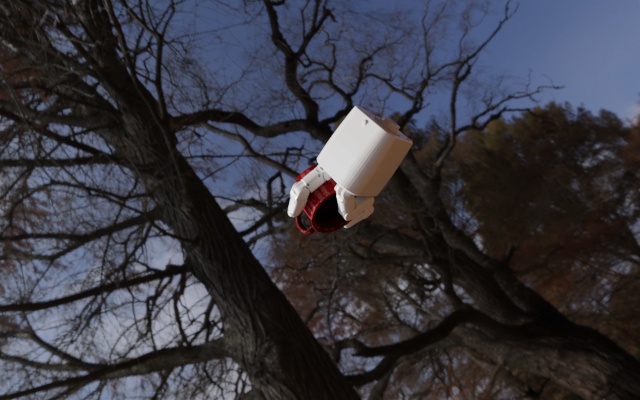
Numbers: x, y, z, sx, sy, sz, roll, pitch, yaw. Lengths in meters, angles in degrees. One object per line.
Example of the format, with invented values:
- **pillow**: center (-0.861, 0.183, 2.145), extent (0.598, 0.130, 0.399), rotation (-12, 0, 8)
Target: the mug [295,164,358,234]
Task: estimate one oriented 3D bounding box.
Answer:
- **mug**: center (-0.001, 0.004, 0.797), extent (0.093, 0.117, 0.081), rotation (18, 24, -46)
